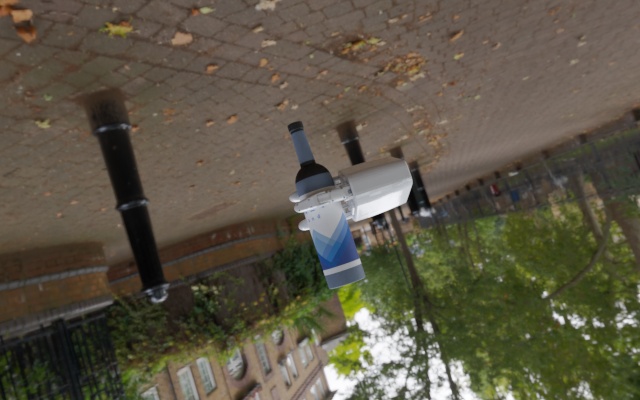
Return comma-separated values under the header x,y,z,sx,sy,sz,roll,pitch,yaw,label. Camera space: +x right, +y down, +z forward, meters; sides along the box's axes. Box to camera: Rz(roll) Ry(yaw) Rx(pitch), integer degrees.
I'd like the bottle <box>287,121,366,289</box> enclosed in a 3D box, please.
x,y,z,sx,sy,sz,roll,pitch,yaw,label
0.000,0.003,0.835,0.069,0.295,0.069,-18,-5,-2,bottle
